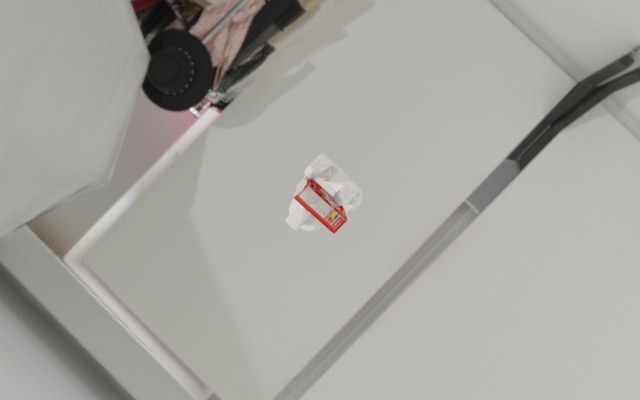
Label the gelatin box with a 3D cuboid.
[{"bbox_3d":[0.000,0.003,0.659,0.073,0.030,0.089,43,8,-8],"label":"gelatin box"}]
